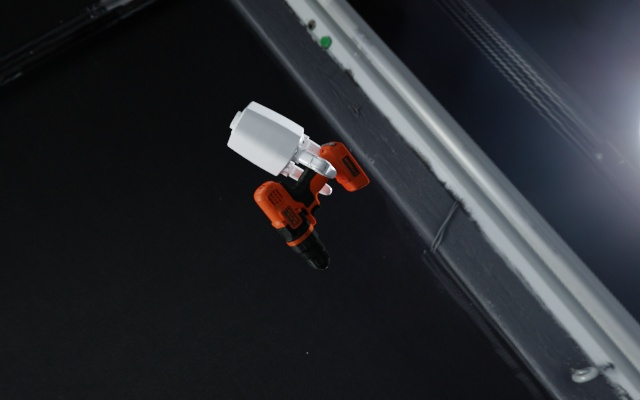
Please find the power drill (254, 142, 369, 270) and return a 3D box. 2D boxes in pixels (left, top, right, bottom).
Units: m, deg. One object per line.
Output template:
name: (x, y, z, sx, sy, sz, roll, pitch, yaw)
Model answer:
power drill: (0.000, 0.002, 0.837, 0.187, 0.184, 0.057, -46, 21, -24)
